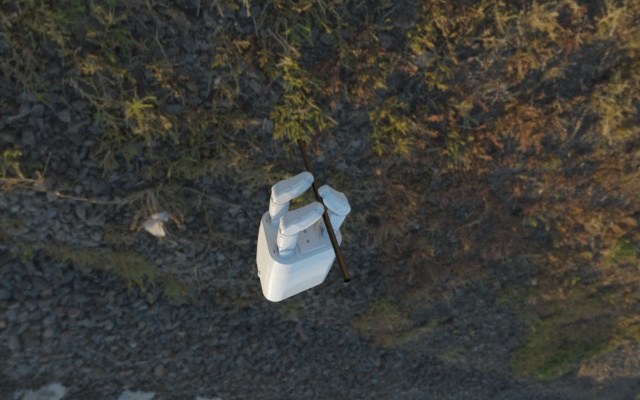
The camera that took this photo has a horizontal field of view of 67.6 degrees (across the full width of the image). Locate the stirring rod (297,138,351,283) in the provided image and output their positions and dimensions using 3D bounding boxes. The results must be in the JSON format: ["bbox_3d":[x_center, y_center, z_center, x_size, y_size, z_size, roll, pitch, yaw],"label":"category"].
[{"bbox_3d":[0.000,0.002,0.615,0.011,0.239,0.011,-11,-39,-9],"label":"stirring rod"}]
